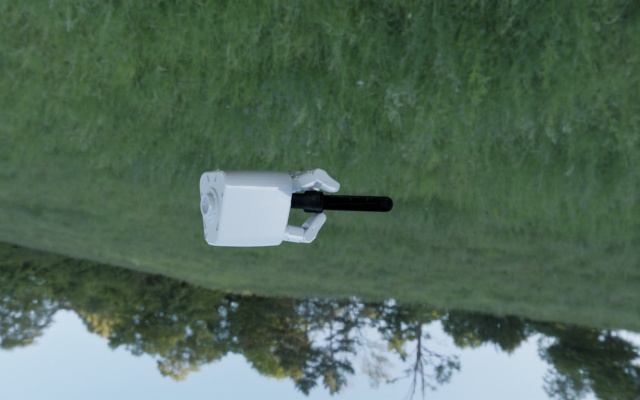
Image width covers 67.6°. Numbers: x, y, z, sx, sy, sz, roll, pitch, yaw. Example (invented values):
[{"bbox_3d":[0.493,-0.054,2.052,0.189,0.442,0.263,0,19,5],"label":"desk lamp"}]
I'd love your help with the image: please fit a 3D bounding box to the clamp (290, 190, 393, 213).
[{"bbox_3d":[0.000,0.003,0.774,0.164,0.036,0.210,4,-1,-36],"label":"clamp"}]
